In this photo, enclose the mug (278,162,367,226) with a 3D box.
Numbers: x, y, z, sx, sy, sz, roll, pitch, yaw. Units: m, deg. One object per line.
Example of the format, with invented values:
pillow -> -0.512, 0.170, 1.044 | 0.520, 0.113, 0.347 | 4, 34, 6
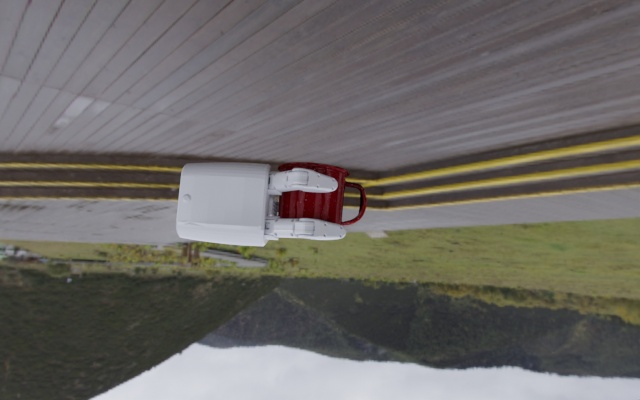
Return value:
mug -> 0.002, 0.002, 0.608 | 0.117, 0.081, 0.093 | 4, -8, 3
